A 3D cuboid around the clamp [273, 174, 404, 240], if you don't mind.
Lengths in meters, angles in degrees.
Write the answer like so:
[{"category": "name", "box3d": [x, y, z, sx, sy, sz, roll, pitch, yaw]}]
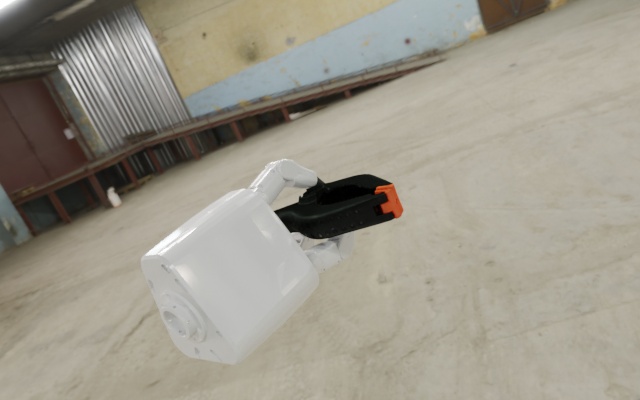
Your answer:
[{"category": "clamp", "box3d": [0.000, 0.001, 0.492, 0.210, 0.036, 0.164, -9, 24, 41]}]
